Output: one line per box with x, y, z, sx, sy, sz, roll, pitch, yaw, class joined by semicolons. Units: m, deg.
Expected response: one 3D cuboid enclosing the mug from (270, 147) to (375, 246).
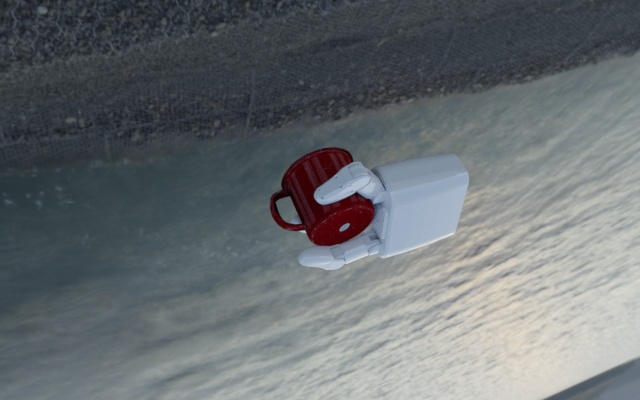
-0.001;0.002;0.550;0.117;0.081;0.093;-14;-32;-18;mug
